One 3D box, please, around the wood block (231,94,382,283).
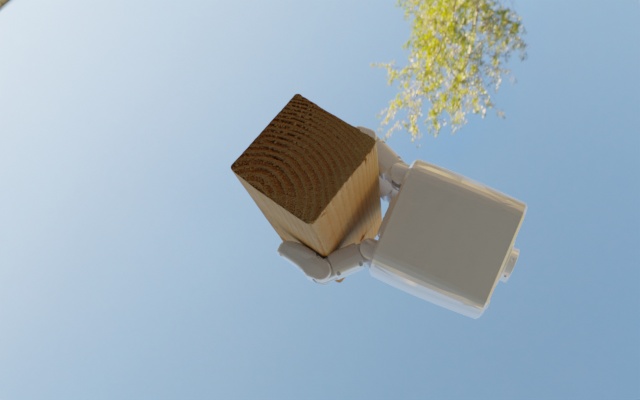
[{"bbox_3d":[0.000,0.002,0.479,0.090,0.091,0.206,34,-14,20],"label":"wood block"}]
